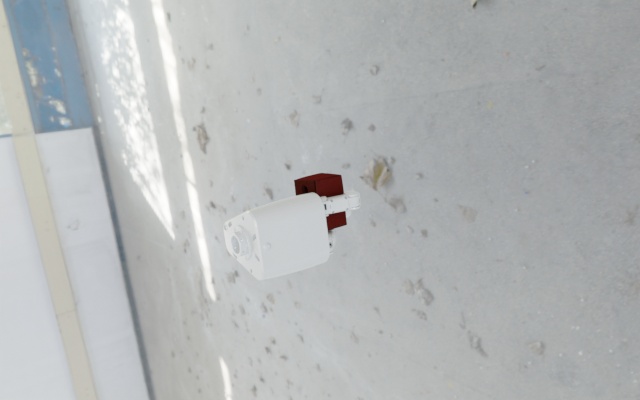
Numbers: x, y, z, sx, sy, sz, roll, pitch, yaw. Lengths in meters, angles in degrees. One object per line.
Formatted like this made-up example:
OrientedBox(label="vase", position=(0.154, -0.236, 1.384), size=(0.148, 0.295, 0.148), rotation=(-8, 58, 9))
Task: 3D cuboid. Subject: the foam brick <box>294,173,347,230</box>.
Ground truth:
OrientedBox(label="foam brick", position=(0.000, 0.002, 0.697), size=(0.051, 0.078, 0.053), rotation=(-13, 11, -34))
